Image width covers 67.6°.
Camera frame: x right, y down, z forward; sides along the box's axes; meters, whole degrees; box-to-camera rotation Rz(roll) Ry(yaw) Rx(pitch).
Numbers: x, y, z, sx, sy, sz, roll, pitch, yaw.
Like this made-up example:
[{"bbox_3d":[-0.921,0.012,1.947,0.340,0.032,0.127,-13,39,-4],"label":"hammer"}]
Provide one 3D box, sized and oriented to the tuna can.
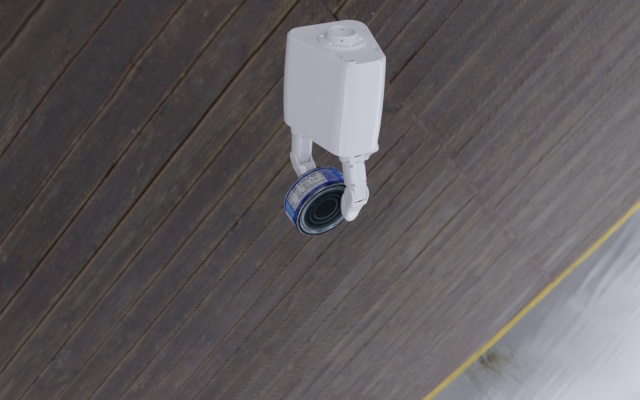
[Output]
[{"bbox_3d":[0.000,0.002,0.581,0.086,0.086,0.033,0,39,-39],"label":"tuna can"}]
